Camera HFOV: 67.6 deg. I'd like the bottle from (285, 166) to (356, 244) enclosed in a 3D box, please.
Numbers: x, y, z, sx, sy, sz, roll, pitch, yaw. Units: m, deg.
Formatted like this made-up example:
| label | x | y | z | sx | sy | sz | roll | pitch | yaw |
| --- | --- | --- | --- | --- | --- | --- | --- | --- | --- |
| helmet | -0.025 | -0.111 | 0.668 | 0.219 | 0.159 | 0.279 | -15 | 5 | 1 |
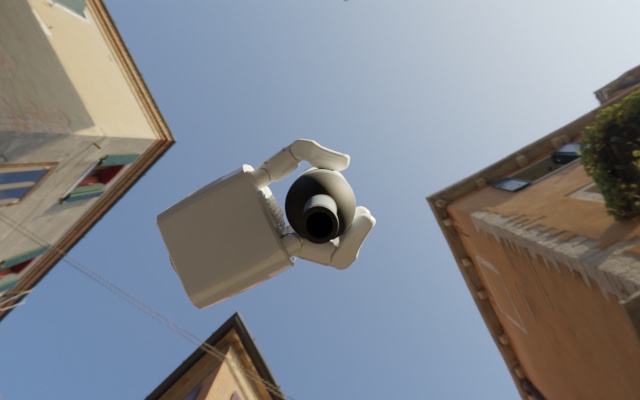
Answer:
| label | x | y | z | sx | sy | sz | roll | pitch | yaw |
| --- | --- | --- | --- | --- | --- | --- | --- | --- | --- |
| bottle | 0.000 | 0.001 | 0.480 | 0.069 | 0.069 | 0.295 | 0 | 6 | 0 |
